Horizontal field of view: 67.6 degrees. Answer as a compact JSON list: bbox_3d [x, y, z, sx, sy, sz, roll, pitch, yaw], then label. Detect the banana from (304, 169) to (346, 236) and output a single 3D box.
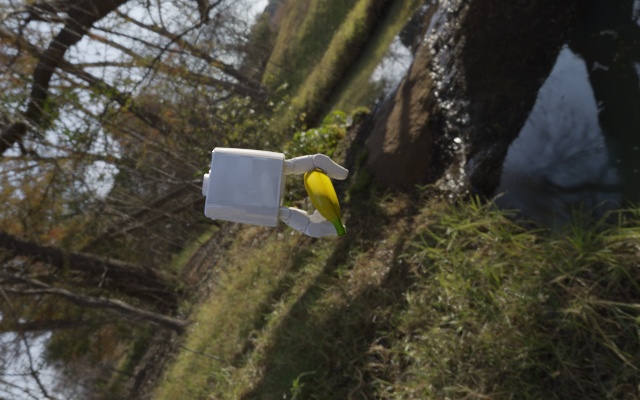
[{"bbox_3d":[-0.002,-0.013,0.728,0.037,0.070,0.197,-13,23,-5],"label":"banana"}]
